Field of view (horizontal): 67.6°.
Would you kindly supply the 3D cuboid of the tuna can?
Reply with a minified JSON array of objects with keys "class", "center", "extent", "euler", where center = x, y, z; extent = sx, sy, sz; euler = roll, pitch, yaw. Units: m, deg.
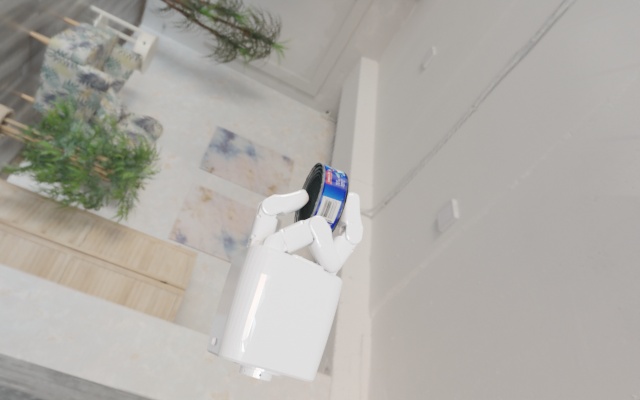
[{"class":"tuna can","center":[0.001,0.002,0.552],"extent":[0.034,0.086,0.086],"euler":[19,-5,-16]}]
